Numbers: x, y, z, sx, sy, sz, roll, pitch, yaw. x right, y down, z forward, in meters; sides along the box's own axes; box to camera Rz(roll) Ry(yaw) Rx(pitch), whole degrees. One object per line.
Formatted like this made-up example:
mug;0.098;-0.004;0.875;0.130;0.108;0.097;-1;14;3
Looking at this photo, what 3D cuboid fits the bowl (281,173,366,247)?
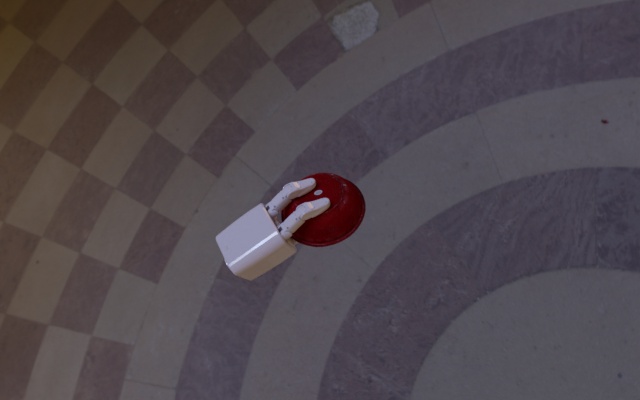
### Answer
bowl;0.001;0.002;0.878;0.162;0.162;0.055;0;-35;12
